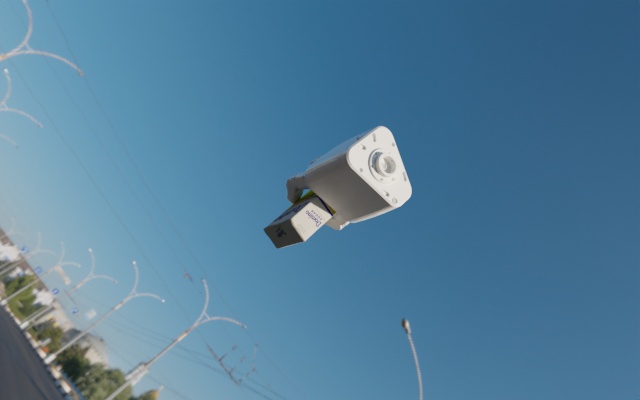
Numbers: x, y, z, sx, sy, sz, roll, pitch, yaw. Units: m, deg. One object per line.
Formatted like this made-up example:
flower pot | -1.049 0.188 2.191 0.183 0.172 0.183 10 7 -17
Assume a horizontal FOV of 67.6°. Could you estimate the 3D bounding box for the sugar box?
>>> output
sugar box | 0.000 0.002 0.748 0.176 0.048 0.093 -38 9 -32
